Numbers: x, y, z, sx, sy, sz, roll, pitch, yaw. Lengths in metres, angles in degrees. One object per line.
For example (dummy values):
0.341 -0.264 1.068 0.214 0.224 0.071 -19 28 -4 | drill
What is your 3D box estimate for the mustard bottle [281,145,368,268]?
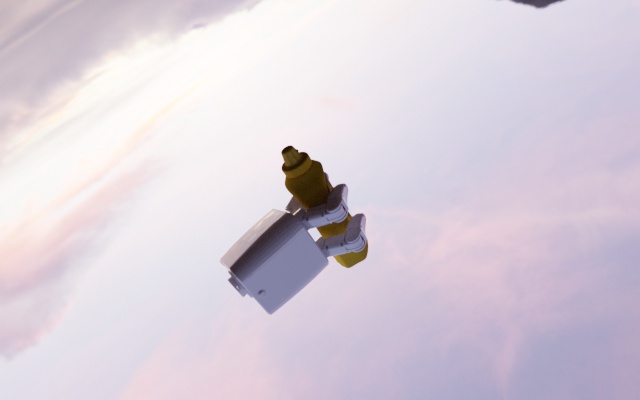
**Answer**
0.001 0.002 0.665 0.058 0.192 0.096 -29 32 7 | mustard bottle
